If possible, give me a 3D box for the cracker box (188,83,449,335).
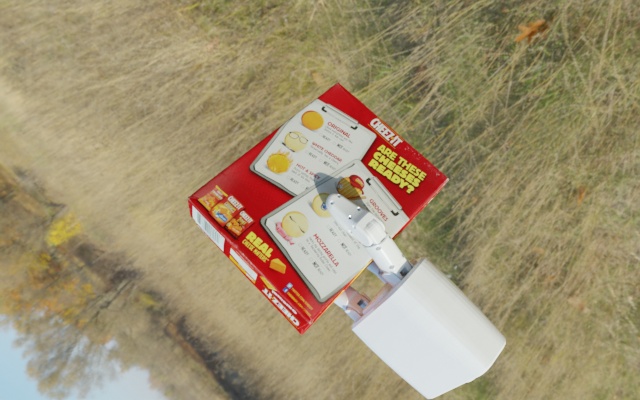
[{"bbox_3d":[0.000,0.002,0.495,0.213,0.164,0.072,-42,-10,-25],"label":"cracker box"}]
